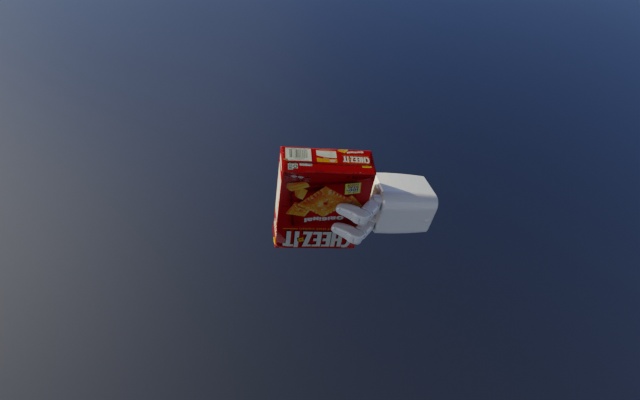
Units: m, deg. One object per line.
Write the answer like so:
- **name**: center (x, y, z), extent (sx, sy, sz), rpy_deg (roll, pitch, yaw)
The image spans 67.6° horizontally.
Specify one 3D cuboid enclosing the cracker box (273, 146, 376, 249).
- **cracker box**: center (0.000, 0.003, 0.889), extent (0.164, 0.072, 0.214), rpy_deg (2, -43, -8)
